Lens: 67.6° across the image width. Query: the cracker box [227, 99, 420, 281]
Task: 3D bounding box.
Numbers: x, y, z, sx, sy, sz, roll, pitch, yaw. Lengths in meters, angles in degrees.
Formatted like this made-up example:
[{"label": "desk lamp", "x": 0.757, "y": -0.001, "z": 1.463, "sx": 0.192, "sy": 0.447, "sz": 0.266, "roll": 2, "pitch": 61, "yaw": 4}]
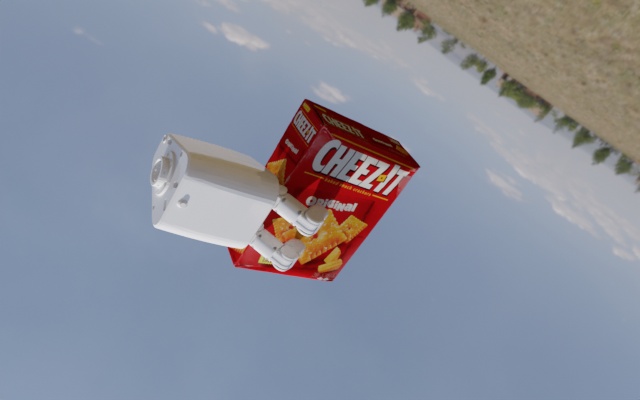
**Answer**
[{"label": "cracker box", "x": 0.000, "y": 0.002, "z": 0.610, "sx": 0.164, "sy": 0.214, "sz": 0.072, "roll": 17, "pitch": 29, "yaw": -37}]
